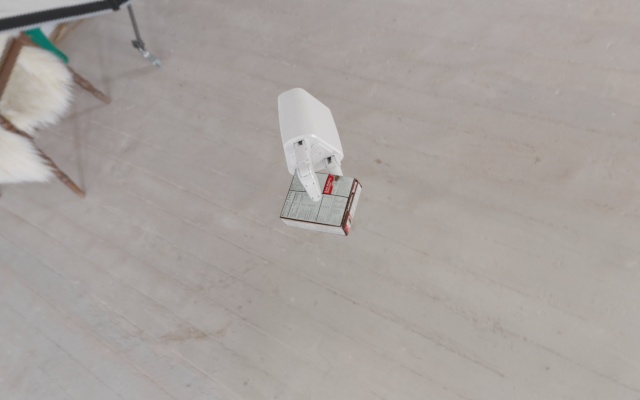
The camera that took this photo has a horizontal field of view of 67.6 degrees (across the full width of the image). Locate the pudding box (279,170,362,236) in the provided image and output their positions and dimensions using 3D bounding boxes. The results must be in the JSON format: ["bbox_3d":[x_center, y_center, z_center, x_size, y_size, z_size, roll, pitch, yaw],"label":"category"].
[{"bbox_3d":[0.000,0.002,0.767,0.113,0.090,0.039,8,-21,26],"label":"pudding box"}]
